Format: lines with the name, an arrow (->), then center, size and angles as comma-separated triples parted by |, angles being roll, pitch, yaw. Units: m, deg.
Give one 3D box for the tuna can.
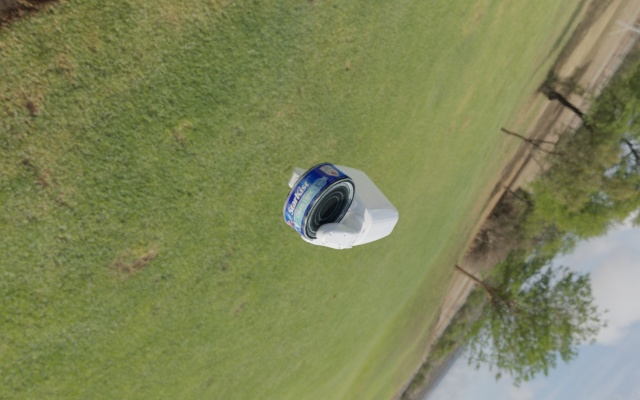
tuna can -> 0.000, 0.002, 0.540 | 0.033, 0.086, 0.086 | 38, 19, 27
